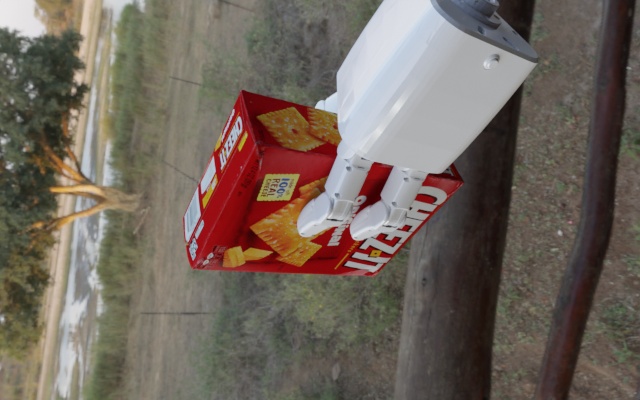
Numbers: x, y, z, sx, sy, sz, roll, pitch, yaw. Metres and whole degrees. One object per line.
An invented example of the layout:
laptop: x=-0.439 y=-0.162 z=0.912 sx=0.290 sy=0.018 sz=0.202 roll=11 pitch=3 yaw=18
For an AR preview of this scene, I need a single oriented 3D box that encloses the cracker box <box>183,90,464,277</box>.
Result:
cracker box: x=0.000 y=0.001 z=0.448 sx=0.214 sy=0.072 sz=0.164 roll=8 pitch=-44 yaw=-31
